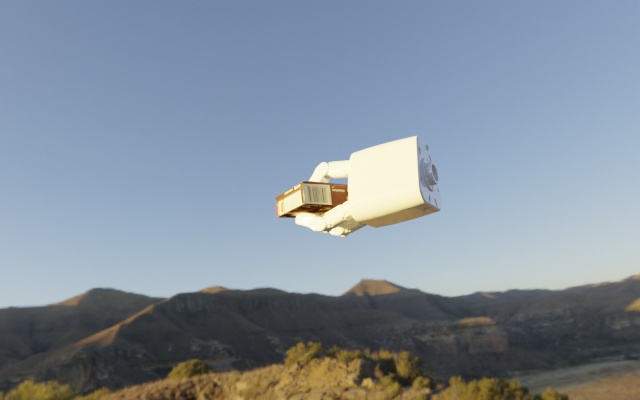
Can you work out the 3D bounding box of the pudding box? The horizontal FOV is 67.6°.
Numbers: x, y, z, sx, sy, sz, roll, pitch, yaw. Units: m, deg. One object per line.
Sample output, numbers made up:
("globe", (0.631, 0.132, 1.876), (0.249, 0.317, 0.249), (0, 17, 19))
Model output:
("pudding box", (0.000, 0.002, 0.737), (0.113, 0.039, 0.090), (5, -18, -30))
